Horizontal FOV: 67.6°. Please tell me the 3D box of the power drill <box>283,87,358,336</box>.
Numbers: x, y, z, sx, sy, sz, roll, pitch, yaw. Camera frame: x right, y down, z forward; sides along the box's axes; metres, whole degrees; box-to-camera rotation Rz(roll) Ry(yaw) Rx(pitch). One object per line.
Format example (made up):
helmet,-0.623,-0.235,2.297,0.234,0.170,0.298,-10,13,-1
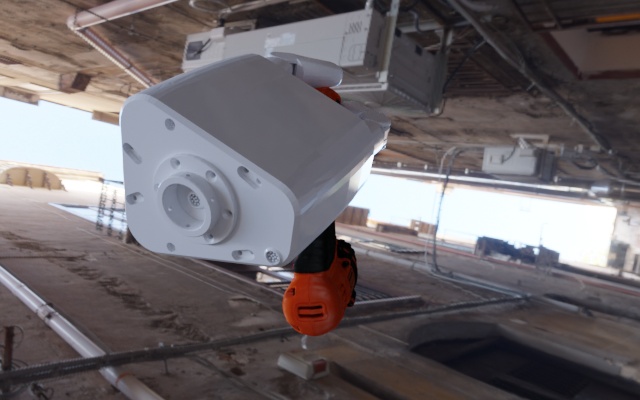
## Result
power drill,0.000,0.001,0.418,0.057,0.187,0.184,-7,6,8
